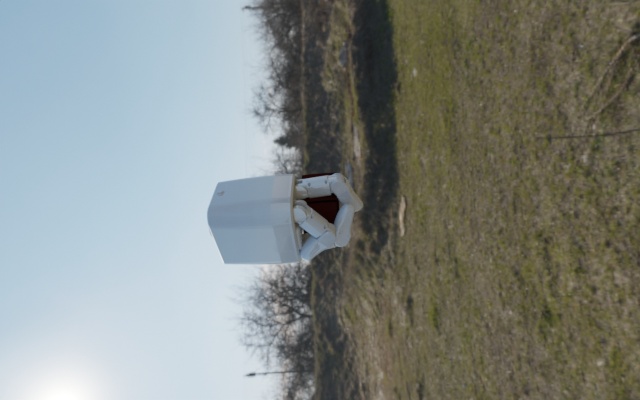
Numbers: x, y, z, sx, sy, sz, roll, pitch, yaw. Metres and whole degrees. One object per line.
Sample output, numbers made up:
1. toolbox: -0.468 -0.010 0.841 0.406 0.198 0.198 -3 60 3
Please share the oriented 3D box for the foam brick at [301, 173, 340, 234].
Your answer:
1. foam brick: 0.000 0.002 0.669 0.051 0.053 0.078 -5 31 3
